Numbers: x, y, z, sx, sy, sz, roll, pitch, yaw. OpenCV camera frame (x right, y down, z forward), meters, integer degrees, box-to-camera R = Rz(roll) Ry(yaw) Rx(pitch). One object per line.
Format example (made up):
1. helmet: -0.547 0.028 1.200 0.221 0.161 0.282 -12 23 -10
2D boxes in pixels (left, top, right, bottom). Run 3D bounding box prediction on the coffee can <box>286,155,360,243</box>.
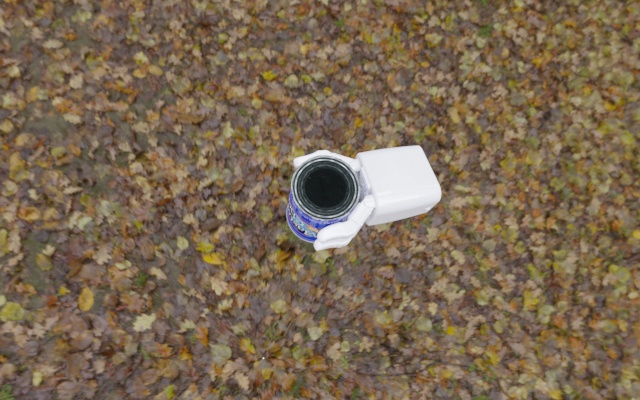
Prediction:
1. coffee can: 0.000 0.003 0.759 0.103 0.102 0.140 0 -18 -7
